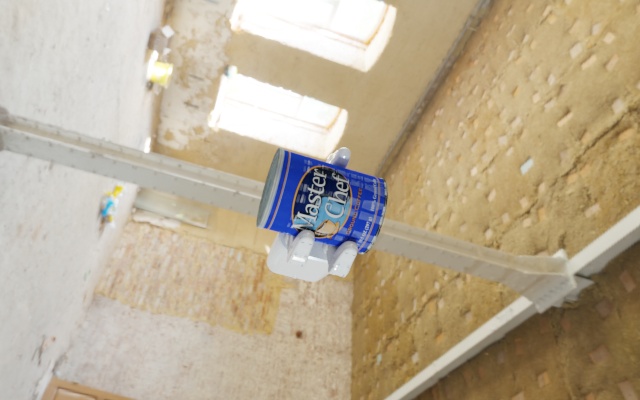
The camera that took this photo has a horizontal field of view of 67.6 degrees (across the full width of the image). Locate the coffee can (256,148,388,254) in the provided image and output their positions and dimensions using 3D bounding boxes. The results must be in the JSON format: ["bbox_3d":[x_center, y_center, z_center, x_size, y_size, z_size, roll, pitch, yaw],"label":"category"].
[{"bbox_3d":[0.000,0.002,0.604,0.140,0.103,0.103,15,-3,-11],"label":"coffee can"}]
